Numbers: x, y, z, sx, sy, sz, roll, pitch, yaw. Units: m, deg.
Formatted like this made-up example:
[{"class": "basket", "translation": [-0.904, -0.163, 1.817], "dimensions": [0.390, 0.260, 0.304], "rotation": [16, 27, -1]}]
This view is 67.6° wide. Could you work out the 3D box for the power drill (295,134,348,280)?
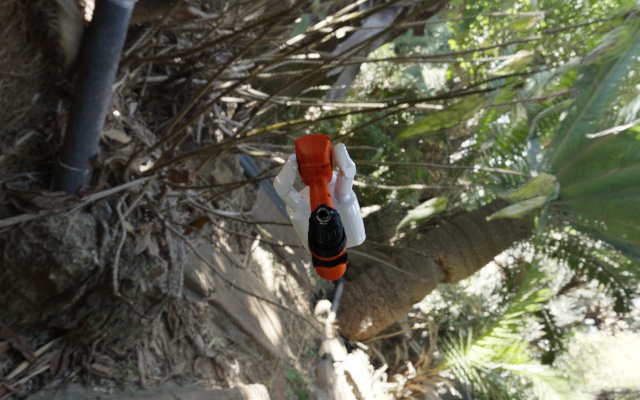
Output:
[{"class": "power drill", "translation": [0.000, 0.002, 0.676], "dimensions": [0.057, 0.187, 0.184], "rotation": [-6, -29, -1]}]
